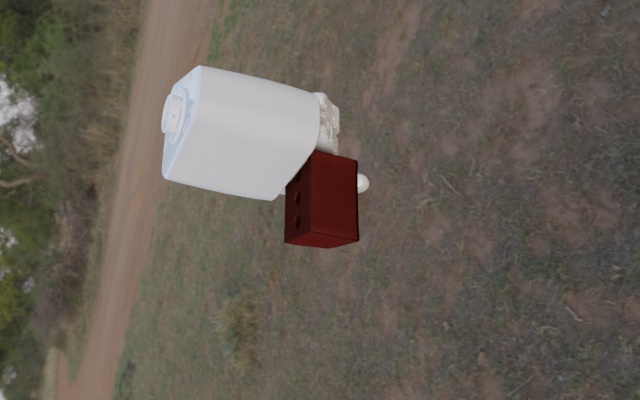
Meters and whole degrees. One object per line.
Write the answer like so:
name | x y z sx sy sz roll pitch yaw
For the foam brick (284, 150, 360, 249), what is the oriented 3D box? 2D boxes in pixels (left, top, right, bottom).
foam brick | 0.000 0.002 0.439 0.051 0.078 0.053 10 -20 -30
